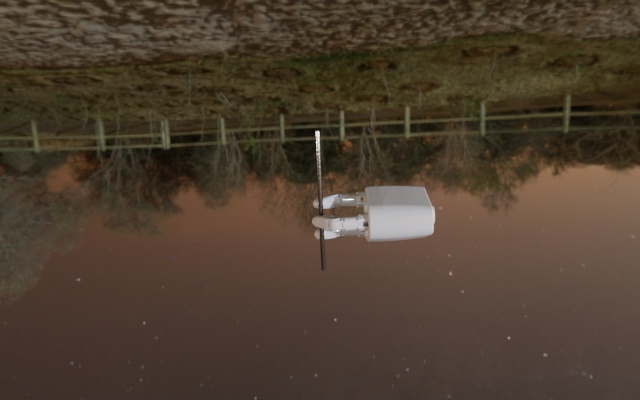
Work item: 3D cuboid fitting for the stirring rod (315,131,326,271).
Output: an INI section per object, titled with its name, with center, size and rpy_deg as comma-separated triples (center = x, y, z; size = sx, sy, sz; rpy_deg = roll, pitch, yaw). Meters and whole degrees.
[stirring rod]
center = 0.000, 0.003, 0.812
size = 0.011, 0.239, 0.011
rpy_deg = -3, 9, 0
